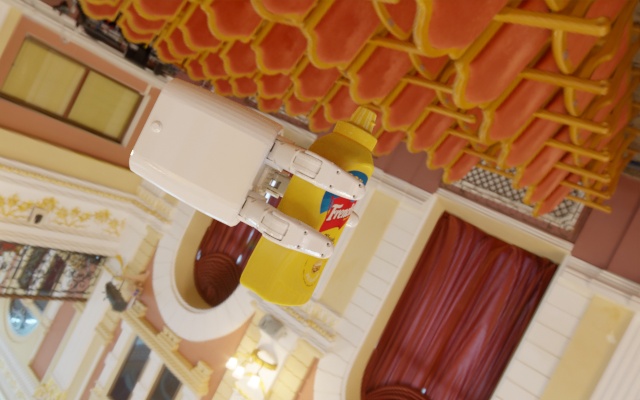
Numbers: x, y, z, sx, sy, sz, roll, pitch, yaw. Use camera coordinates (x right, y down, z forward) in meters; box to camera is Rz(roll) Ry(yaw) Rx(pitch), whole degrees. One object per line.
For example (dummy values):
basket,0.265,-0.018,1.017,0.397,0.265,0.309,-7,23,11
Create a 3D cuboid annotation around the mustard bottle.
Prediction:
mustard bottle,0.000,0.002,0.444,0.058,0.191,0.096,28,2,26
